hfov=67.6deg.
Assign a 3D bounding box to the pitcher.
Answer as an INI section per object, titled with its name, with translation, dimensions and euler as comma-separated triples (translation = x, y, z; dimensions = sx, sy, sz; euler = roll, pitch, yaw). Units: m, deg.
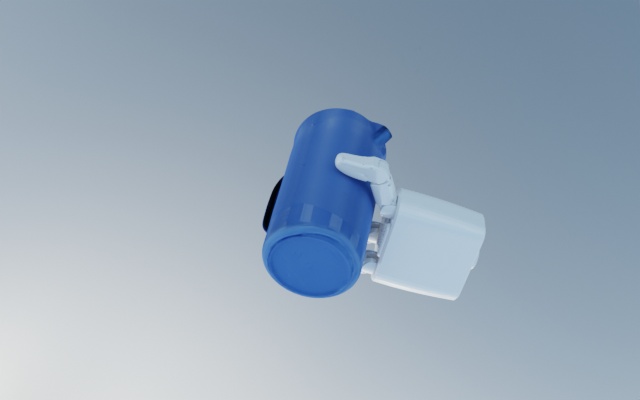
[pitcher]
translation = 0.000, 0.002, 0.595
dimensions = 0.145, 0.149, 0.242
euler = 15, 39, 1
